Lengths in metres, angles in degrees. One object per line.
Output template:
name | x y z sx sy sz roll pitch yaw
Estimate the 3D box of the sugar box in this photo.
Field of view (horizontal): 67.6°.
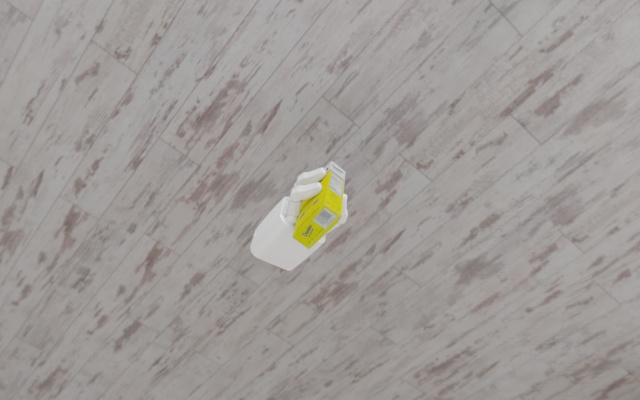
sugar box | 0.000 0.003 0.894 0.048 0.093 0.176 37 26 -18
